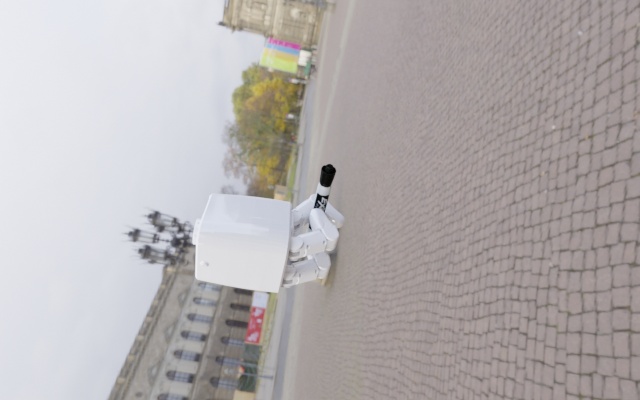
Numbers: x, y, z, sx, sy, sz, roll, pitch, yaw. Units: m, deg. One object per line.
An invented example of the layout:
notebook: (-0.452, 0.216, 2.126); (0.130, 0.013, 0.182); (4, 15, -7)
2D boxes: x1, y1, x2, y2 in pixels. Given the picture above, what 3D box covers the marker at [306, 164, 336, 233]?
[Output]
marker: (0.000, 0.002, 0.619); (0.020, 0.121, 0.020); (8, 42, -7)
